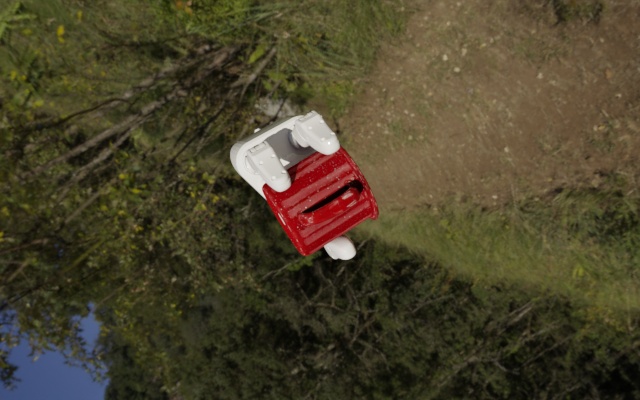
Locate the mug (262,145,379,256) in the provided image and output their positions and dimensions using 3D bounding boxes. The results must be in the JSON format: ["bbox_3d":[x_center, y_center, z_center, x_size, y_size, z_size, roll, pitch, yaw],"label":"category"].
[{"bbox_3d":[0.000,0.002,0.450,0.081,0.093,0.117,-32,14,-9],"label":"mug"}]
